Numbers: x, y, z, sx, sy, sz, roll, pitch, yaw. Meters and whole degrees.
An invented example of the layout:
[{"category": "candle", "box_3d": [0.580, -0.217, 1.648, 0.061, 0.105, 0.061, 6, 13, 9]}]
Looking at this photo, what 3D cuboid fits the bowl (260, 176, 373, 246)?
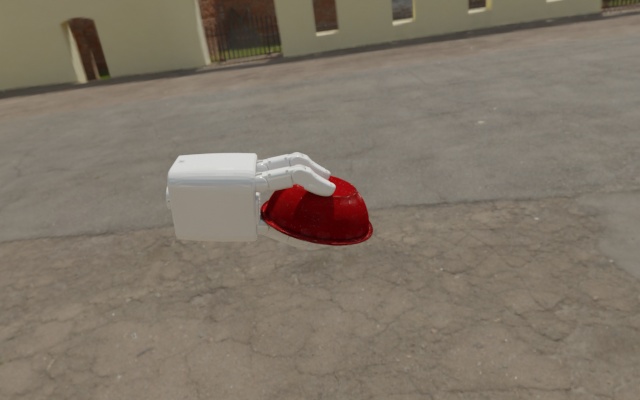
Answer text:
[{"category": "bowl", "box_3d": [0.001, 0.002, 0.663, 0.162, 0.055, 0.162, 10, 20, -4]}]
